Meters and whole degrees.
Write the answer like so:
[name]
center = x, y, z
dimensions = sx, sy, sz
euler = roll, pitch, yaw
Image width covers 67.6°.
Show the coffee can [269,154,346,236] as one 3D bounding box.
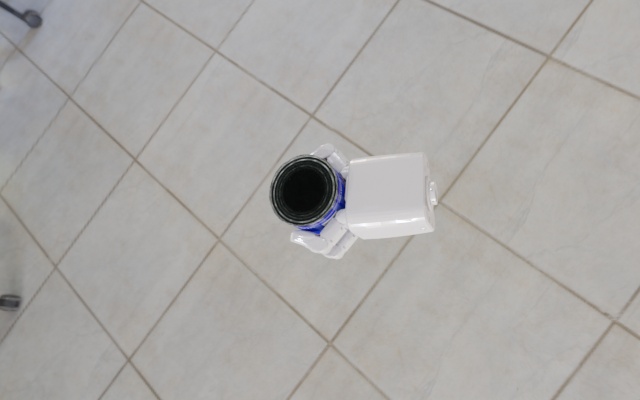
[coffee can]
center = 0.000, 0.002, 0.712
dimensions = 0.103, 0.102, 0.140
euler = 0, -14, 21
